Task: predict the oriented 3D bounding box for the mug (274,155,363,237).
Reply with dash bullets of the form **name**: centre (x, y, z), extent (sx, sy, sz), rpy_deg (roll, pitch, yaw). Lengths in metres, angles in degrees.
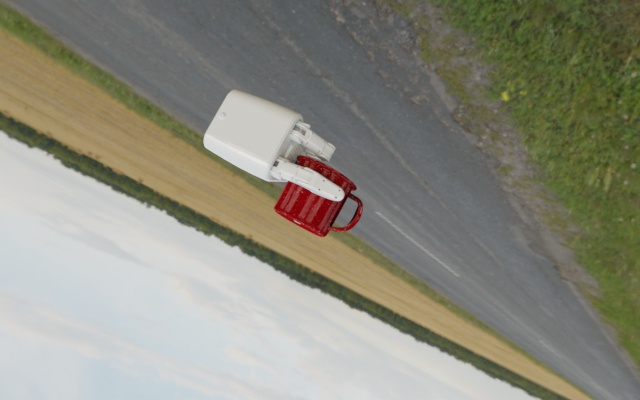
- **mug**: centre (0.001, 0.003, 0.642), extent (0.117, 0.081, 0.093), rpy_deg (26, -7, 17)
